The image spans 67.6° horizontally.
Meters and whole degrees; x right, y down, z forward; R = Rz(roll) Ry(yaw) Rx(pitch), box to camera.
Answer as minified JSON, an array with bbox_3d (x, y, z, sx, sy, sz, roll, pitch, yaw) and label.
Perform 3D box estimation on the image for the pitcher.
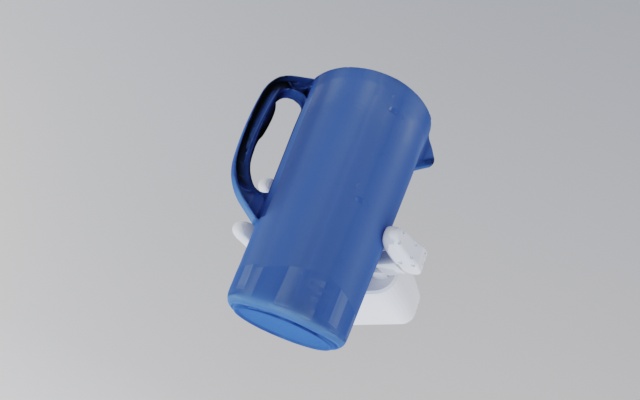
[{"bbox_3d":[0.000,0.002,0.446,0.149,0.242,0.145,7,-29,30],"label":"pitcher"}]
